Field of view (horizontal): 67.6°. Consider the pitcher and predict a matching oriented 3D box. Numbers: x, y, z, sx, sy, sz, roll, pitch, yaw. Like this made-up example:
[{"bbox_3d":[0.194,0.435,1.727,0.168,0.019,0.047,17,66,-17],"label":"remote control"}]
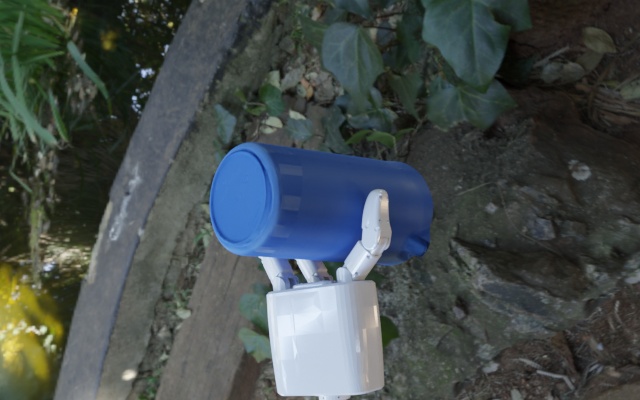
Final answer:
[{"bbox_3d":[0.000,0.002,0.535,0.149,0.145,0.243,-15,-15,42],"label":"pitcher"}]
